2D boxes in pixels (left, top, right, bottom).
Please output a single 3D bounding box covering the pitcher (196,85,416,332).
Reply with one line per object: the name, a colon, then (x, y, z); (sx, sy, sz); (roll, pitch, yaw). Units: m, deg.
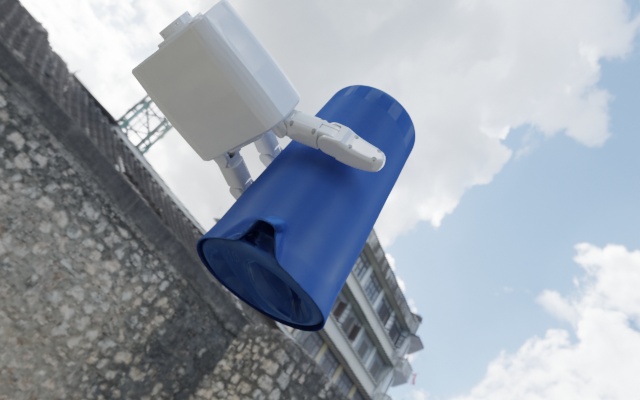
pitcher: (0.000, 0.001, 0.486); (0.149, 0.242, 0.145); (-9, -52, 50)
